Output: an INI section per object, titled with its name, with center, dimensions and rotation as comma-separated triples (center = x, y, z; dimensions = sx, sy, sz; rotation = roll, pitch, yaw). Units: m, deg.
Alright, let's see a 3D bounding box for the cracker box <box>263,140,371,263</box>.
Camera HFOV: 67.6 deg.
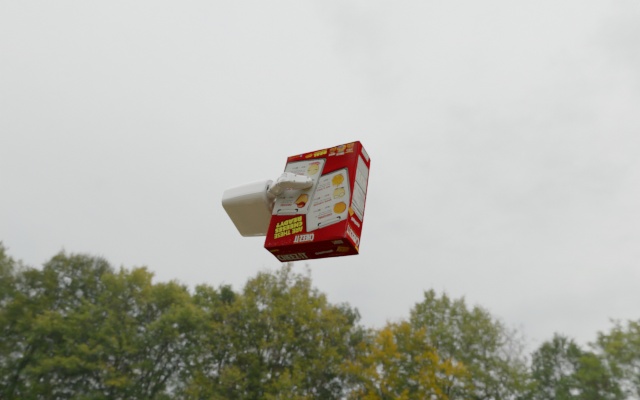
[cracker box]
center = 0.000, 0.003, 0.886
dimensions = 0.164, 0.213, 0.072
rotation = -10, -38, 28
